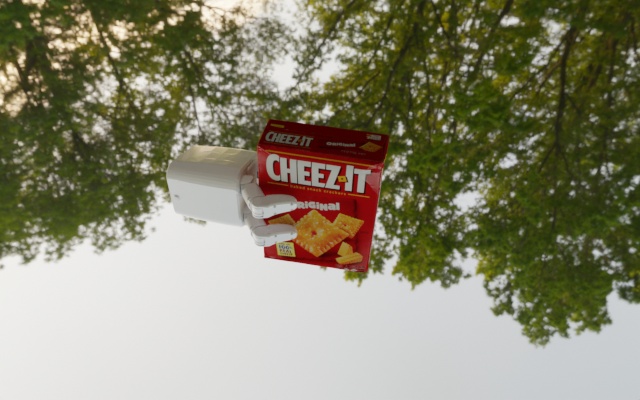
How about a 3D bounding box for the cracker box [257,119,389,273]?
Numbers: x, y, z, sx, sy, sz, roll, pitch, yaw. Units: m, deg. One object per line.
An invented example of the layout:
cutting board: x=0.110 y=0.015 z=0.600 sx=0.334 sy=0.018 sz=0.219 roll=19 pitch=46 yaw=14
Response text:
cracker box: x=0.000 y=0.002 z=0.677 sx=0.164 sy=0.214 sz=0.072 roll=8 pitch=42 yaw=6
